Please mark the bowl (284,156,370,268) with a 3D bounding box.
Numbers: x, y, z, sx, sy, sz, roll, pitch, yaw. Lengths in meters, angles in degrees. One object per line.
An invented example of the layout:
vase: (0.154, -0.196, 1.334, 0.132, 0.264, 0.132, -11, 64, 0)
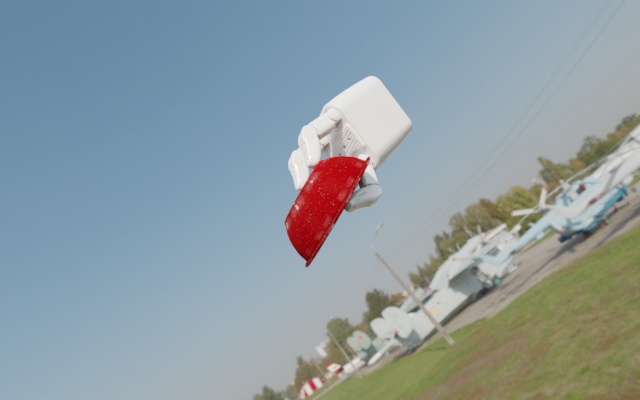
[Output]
bowl: (-0.001, 0.002, 0.605, 0.055, 0.162, 0.162, 30, 0, 0)
